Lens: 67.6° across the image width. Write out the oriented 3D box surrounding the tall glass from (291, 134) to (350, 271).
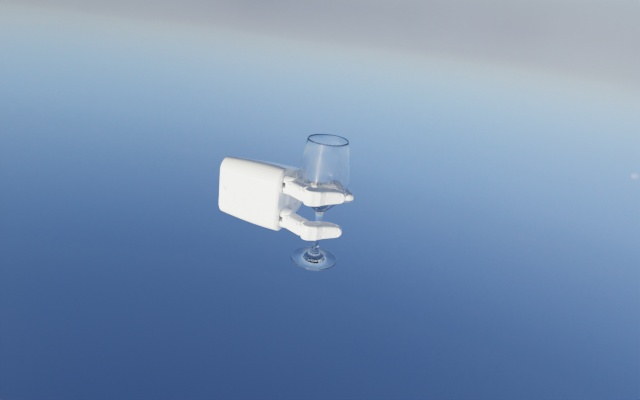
[{"bbox_3d":[0.000,0.003,0.734,0.079,0.201,0.079,6,22,-3],"label":"tall glass"}]
